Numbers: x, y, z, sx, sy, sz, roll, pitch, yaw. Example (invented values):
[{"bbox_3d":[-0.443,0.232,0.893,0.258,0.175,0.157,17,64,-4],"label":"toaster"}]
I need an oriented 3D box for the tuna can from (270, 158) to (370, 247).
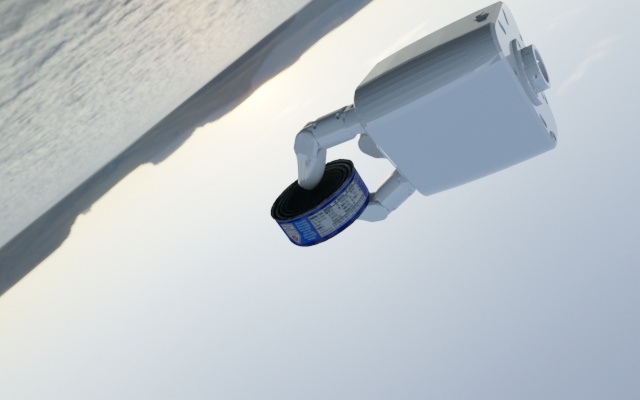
[{"bbox_3d":[0.000,0.002,0.423,0.086,0.034,0.086,-29,22,13],"label":"tuna can"}]
